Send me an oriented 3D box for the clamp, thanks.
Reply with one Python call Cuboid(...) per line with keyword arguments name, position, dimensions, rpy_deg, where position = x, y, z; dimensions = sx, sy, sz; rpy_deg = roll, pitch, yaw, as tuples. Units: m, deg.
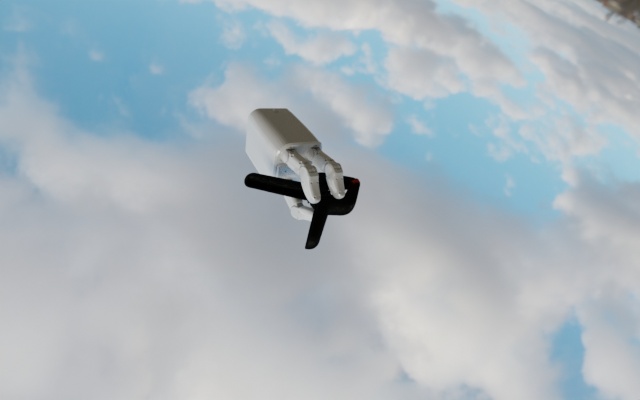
Cuboid(name="clamp", position=(0.000, 0.003, 0.783), dimensions=(0.210, 0.036, 0.164), rpy_deg=(-10, 50, -42))
